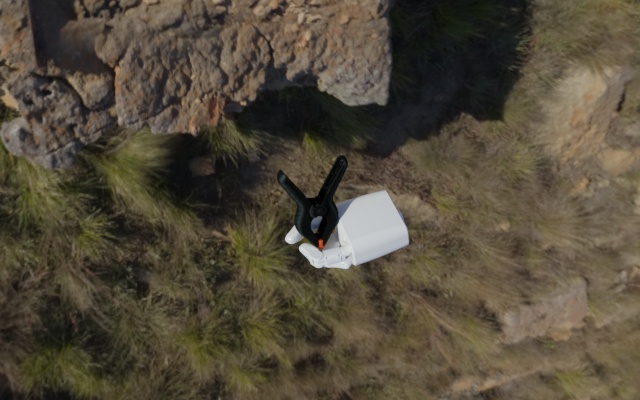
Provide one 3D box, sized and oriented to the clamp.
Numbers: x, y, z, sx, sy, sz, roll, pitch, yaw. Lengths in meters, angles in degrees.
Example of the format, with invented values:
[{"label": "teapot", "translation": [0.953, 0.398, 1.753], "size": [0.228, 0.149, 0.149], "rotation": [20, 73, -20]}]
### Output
[{"label": "clamp", "translation": [0.000, 0.003, 0.805], "size": [0.120, 0.172, 0.039], "rotation": [-19, 38, -7]}]
